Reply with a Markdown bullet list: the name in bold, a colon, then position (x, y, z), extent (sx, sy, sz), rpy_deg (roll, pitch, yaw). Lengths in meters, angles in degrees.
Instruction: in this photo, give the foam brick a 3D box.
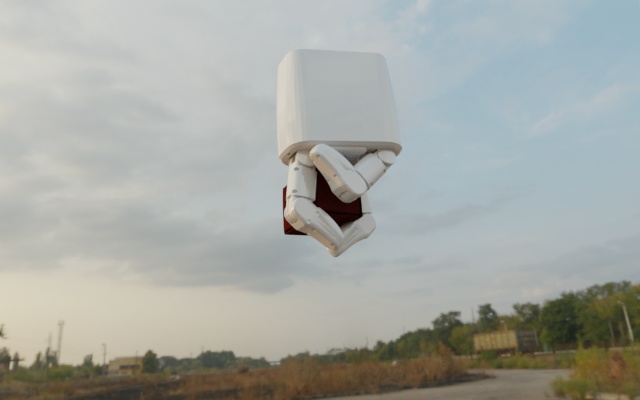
- **foam brick**: position (0.000, 0.002, 0.485), extent (0.053, 0.051, 0.078), rpy_deg (5, -21, -28)
